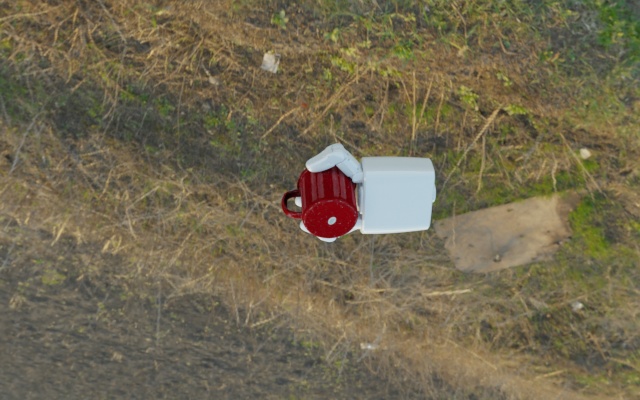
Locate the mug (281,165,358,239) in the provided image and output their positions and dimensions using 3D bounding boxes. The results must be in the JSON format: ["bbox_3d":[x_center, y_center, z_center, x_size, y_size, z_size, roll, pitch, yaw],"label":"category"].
[{"bbox_3d":[-0.001,0.002,0.711,0.117,0.093,0.081,-2,42,-2],"label":"mug"}]
